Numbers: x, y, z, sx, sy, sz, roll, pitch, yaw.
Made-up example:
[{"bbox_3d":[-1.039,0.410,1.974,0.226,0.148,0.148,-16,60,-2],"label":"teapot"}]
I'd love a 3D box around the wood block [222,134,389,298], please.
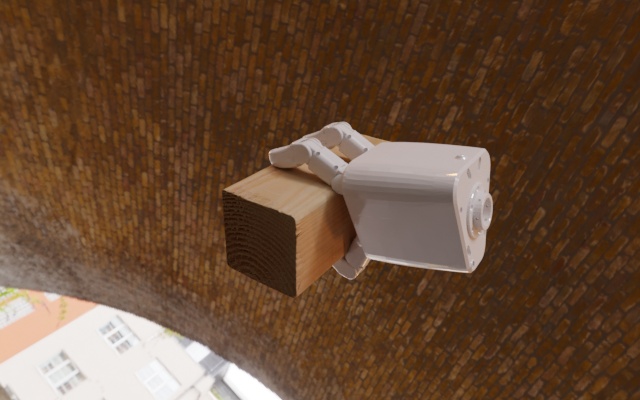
[{"bbox_3d":[0.000,0.002,0.515,0.090,0.091,0.206,19,33,29],"label":"wood block"}]
